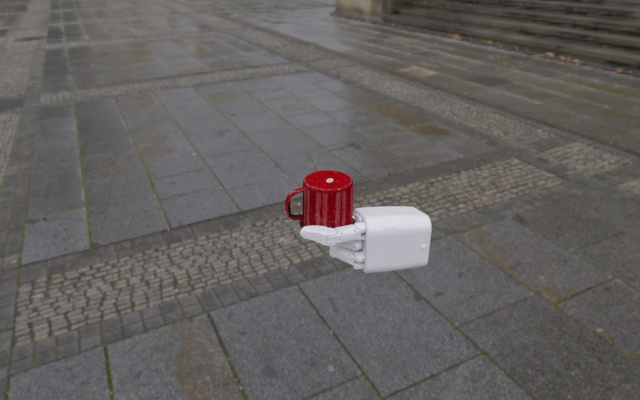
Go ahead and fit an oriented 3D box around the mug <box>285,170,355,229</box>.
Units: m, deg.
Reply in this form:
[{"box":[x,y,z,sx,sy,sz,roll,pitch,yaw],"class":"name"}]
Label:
[{"box":[-0.001,0.002,0.776,0.117,0.081,0.093,-3,27,-8],"class":"mug"}]
